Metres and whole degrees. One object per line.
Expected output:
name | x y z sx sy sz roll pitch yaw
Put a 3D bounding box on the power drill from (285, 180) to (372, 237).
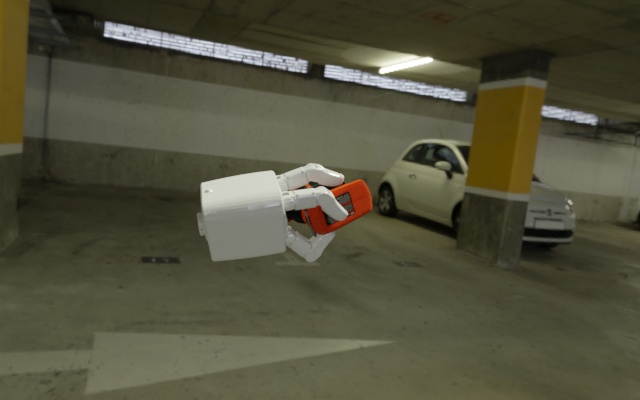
power drill | 0.000 0.003 0.772 0.184 0.057 0.187 -26 12 -26
